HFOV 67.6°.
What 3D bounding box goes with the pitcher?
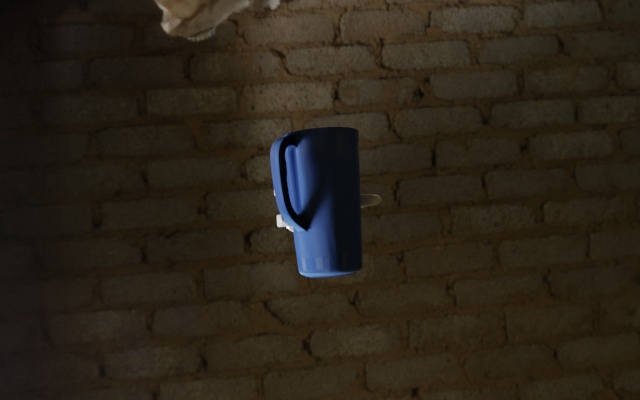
[{"bbox_3d":[0.000,0.003,0.799,0.149,0.243,0.145,-5,-3,-2],"label":"pitcher"}]
